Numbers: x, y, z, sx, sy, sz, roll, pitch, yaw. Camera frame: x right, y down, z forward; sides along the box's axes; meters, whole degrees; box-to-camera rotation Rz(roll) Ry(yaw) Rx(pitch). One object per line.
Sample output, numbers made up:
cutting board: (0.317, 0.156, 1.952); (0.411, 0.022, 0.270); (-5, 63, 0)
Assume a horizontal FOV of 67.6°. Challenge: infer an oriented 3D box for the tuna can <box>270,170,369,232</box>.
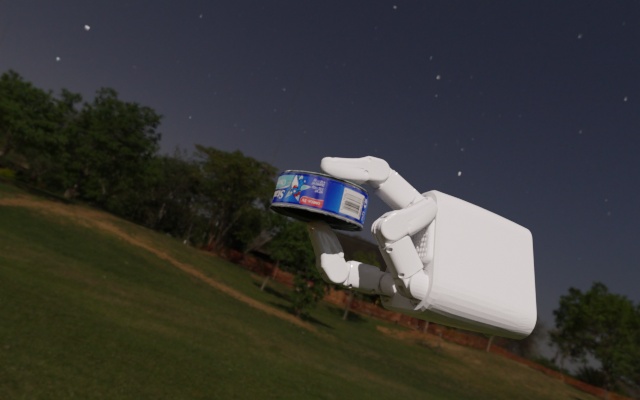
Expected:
tuna can: (0.000, 0.001, 0.431); (0.086, 0.033, 0.086); (13, -10, 2)
